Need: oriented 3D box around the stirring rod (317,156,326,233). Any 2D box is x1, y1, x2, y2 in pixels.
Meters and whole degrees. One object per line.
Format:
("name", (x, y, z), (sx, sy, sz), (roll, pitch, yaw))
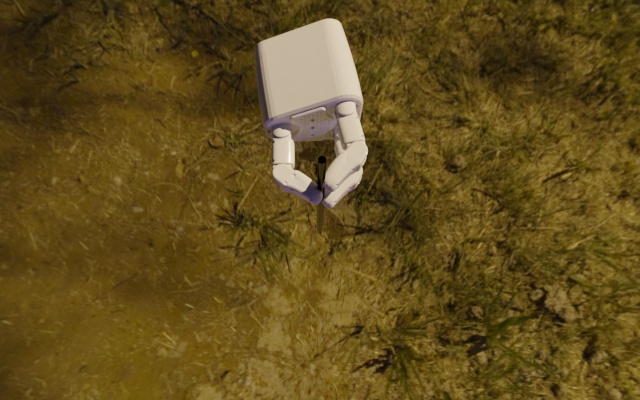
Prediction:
("stirring rod", (0.000, 0.002, 0.549), (0.011, 0.011, 0.240), (0, -19, -1))
